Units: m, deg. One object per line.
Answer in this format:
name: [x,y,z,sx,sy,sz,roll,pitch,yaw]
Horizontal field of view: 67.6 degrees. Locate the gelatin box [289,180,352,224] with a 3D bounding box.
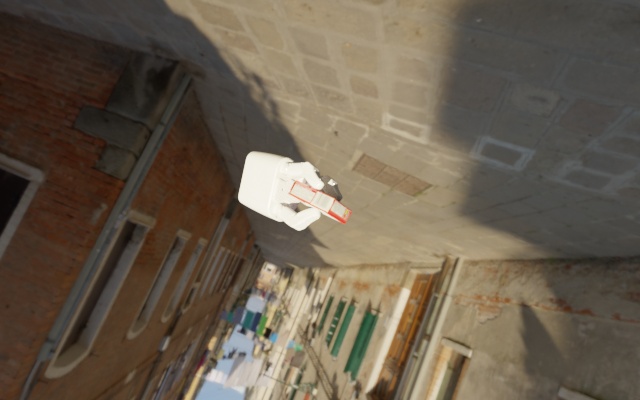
gelatin box: [0.000,0.003,0.818,0.089,0.030,0.073,26,-5,32]
